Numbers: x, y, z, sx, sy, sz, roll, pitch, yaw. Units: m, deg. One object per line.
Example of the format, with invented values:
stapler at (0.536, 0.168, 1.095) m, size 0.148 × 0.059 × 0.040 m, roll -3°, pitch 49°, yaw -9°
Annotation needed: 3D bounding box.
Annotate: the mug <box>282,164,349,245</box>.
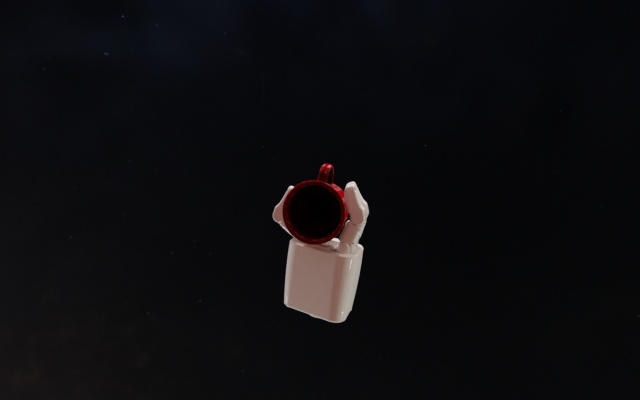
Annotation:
mug at (0.000, 0.001, 0.720) m, size 0.093 × 0.117 × 0.081 m, roll 11°, pitch 8°, yaw 11°
